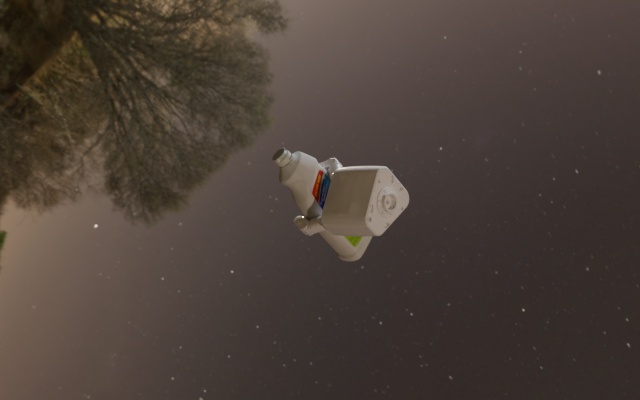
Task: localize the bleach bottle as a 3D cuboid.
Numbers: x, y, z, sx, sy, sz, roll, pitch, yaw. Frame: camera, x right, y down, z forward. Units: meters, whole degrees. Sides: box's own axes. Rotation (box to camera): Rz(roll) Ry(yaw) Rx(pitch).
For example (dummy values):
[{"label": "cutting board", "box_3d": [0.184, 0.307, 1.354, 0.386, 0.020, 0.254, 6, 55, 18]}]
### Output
[{"label": "bleach bottle", "box_3d": [0.000, 0.003, 0.880, 0.068, 0.102, 0.251, 0, -38, 50]}]
